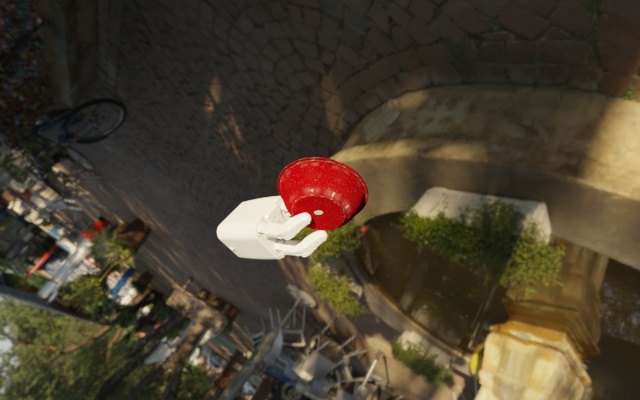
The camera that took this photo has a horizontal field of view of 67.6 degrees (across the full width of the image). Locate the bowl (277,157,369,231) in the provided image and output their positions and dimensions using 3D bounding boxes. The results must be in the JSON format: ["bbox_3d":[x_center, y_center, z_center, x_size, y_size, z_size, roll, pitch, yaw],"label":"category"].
[{"bbox_3d":[0.001,0.002,0.817,0.162,0.055,0.162,6,-42,5],"label":"bowl"}]
